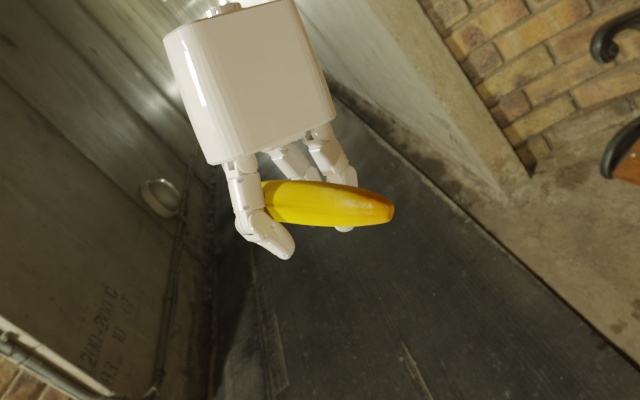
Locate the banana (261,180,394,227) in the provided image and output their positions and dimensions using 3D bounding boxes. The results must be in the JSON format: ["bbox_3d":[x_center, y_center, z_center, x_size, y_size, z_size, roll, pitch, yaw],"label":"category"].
[{"bbox_3d":[-0.018,0.001,0.413,0.069,0.037,0.198,2,0,-27],"label":"banana"}]
